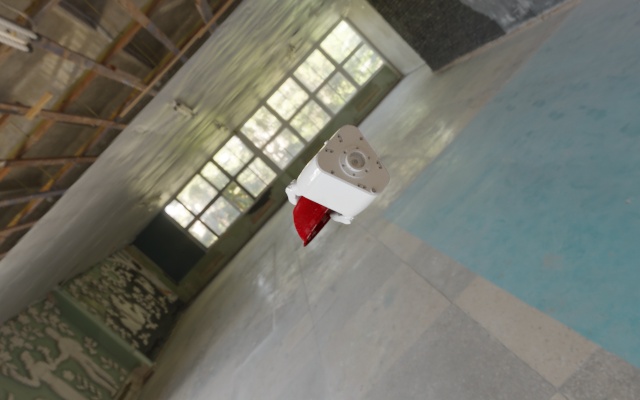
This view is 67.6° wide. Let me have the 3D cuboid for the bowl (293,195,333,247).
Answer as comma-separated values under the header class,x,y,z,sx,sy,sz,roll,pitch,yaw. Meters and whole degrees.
class,x,y,z,sx,sy,sz,roll,pitch,yaw
bowl,-0.001,0.003,0.846,0.055,0.162,0.162,37,5,7
